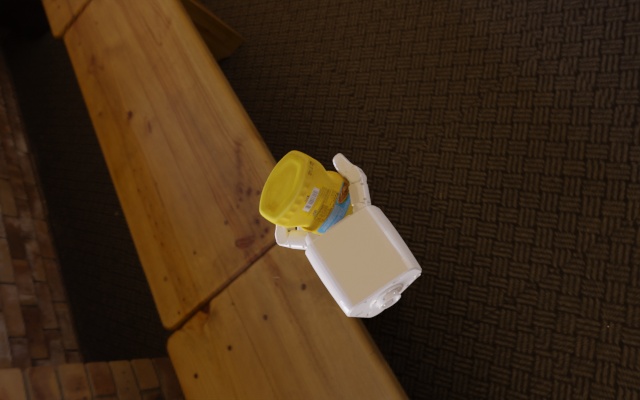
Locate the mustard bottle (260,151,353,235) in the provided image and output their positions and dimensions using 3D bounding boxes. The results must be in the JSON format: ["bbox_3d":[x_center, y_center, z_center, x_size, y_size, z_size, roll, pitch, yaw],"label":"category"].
[{"bbox_3d":[0.000,0.002,0.674,0.058,0.096,0.192,28,2,33],"label":"mustard bottle"}]
